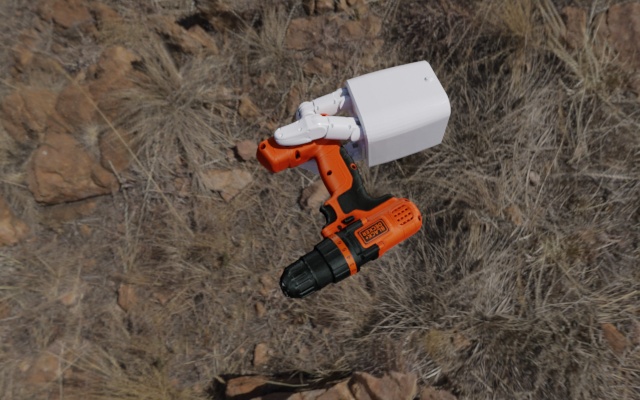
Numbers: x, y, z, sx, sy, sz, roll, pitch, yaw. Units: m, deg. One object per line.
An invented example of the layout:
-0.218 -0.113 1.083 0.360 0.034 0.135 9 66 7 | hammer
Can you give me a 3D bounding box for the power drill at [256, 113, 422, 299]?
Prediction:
0.000 0.001 0.568 0.184 0.187 0.057 -28 -15 -16 | power drill
